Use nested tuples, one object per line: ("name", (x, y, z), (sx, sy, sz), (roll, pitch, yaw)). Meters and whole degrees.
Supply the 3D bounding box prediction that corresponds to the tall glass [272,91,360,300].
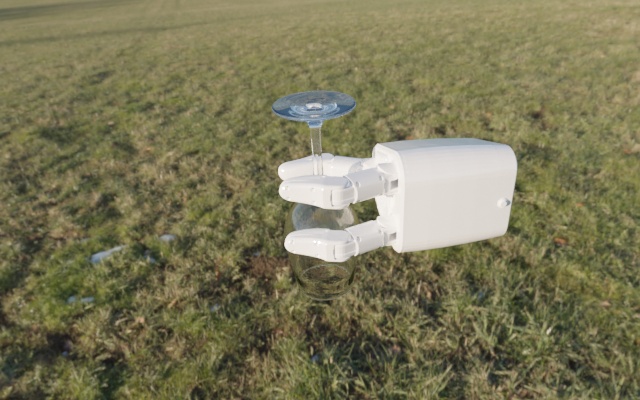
("tall glass", (0.000, 0.001, 0.467), (0.079, 0.201, 0.079), (-3, 30, 1))
